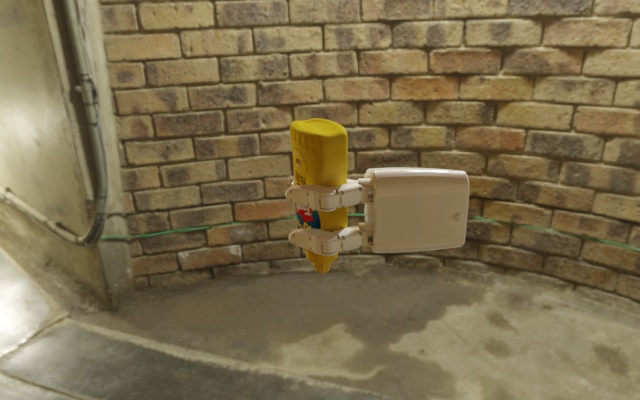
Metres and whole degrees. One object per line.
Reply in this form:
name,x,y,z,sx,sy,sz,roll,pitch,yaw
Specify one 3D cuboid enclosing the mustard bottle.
mustard bottle,0.000,0.002,0.584,0.058,0.192,0.096,-12,24,-22
